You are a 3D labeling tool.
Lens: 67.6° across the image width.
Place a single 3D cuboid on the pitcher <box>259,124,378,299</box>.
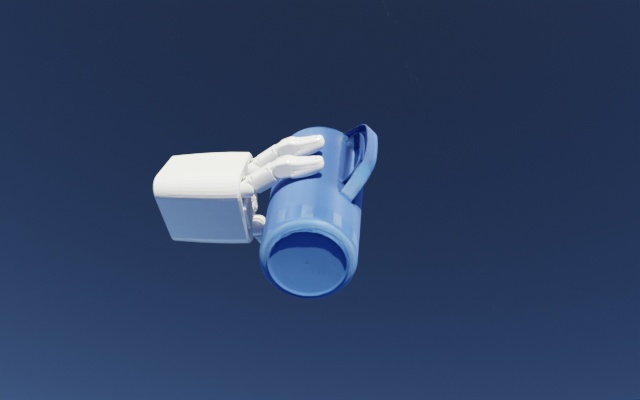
[{"bbox_3d":[0.000,0.002,0.609,0.145,0.149,0.242,1,30,3],"label":"pitcher"}]
